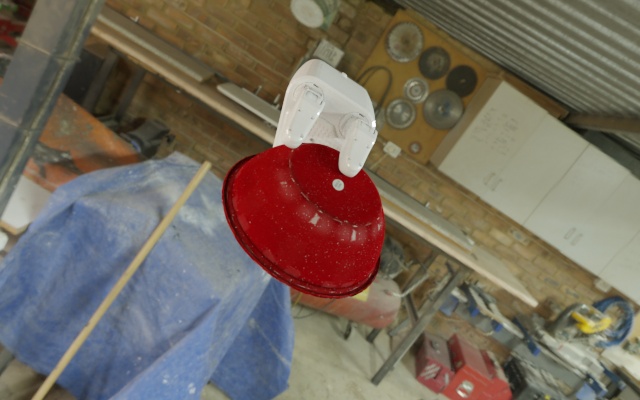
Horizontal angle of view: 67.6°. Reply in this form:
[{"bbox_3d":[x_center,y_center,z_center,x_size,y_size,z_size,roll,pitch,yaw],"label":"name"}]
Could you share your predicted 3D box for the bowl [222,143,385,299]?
[{"bbox_3d":[0.000,0.002,0.412,0.162,0.162,0.055,0,-39,-41],"label":"bowl"}]
